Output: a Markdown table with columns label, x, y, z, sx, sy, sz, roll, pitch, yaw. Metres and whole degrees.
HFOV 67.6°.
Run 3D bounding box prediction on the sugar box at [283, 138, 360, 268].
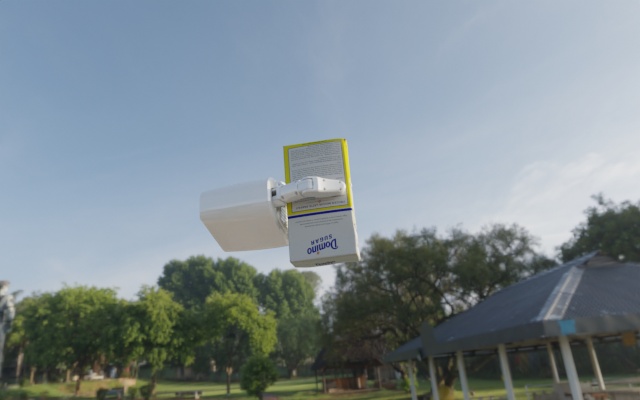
| label | x | y | z | sx | sy | sz | roll | pitch | yaw |
| --- | --- | --- | --- | --- | --- | --- | --- | --- | --- |
| sugar box | 0.000 | 0.002 | 0.670 | 0.093 | 0.176 | 0.048 | -7 | -21 | 8 |
